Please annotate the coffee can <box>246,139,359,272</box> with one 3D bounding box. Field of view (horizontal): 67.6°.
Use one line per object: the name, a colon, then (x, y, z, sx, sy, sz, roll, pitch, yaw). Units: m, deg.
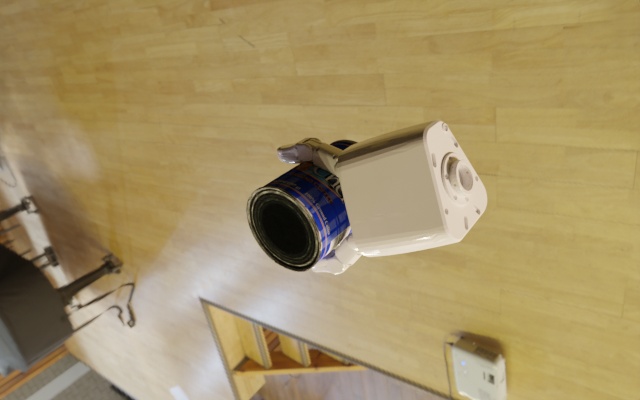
coffee can: (0.000, 0.002, 0.551, 0.103, 0.103, 0.140, 0, 26, 41)
